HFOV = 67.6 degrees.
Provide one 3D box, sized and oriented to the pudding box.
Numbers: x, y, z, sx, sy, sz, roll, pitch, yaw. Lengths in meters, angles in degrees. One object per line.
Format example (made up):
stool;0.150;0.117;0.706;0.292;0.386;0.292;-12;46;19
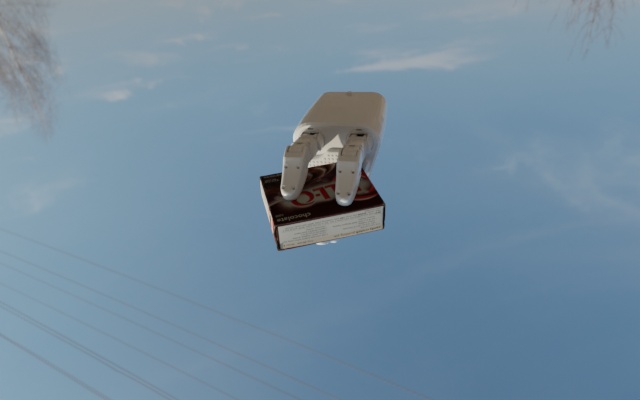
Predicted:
pudding box;0.000;0.002;0.494;0.113;0.039;0.090;-13;36;-9
